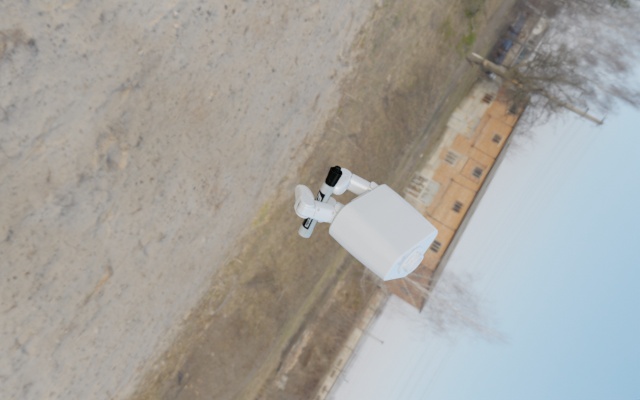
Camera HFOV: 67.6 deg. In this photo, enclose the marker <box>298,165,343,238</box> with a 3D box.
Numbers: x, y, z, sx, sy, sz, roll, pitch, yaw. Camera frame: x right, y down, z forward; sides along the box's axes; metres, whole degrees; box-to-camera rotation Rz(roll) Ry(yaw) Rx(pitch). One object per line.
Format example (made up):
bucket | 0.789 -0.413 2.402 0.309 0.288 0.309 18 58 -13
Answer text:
marker | 0.000 0.002 0.669 0.020 0.121 0.020 20 30 -12
